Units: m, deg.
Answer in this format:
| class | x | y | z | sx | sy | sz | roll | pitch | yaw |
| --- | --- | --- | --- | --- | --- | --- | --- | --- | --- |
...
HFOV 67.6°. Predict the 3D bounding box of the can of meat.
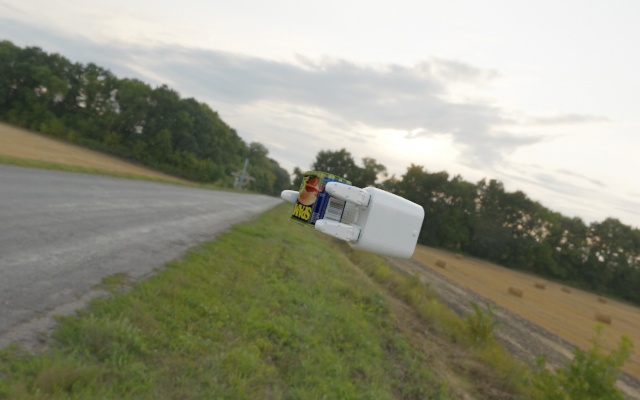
| class | x | y | z | sx | sy | sz | roll | pitch | yaw |
| --- | --- | --- | --- | --- | --- | --- | --- | --- | --- |
| can of meat | 0.000 | 0.002 | 0.728 | 0.057 | 0.084 | 0.102 | 17 | -1 | -23 |
